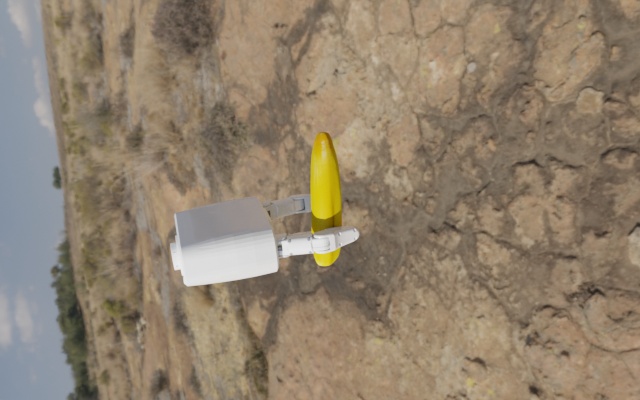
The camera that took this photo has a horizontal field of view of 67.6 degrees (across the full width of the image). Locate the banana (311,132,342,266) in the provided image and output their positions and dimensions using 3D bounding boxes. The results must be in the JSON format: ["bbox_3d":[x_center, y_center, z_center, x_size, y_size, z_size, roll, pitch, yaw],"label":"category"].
[{"bbox_3d":[0.004,0.015,0.595,0.037,0.198,0.069,-8,36,-11],"label":"banana"}]
